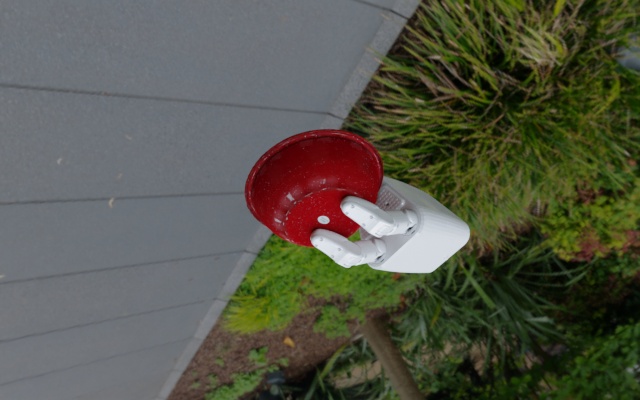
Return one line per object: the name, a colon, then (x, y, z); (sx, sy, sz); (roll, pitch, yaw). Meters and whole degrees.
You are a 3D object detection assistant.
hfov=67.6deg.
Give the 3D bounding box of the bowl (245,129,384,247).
bowl: (-0.001, 0.002, 0.527); (0.162, 0.162, 0.055); (0, 44, -17)
